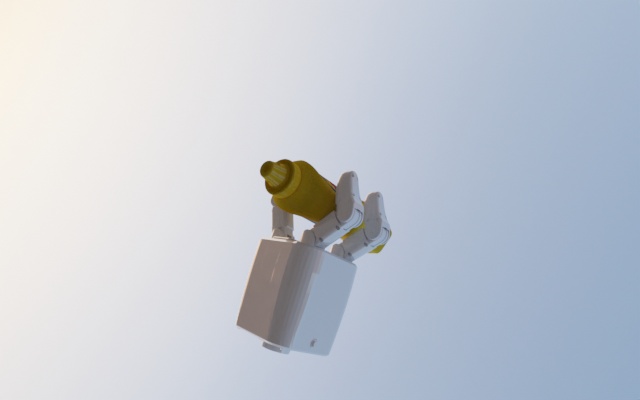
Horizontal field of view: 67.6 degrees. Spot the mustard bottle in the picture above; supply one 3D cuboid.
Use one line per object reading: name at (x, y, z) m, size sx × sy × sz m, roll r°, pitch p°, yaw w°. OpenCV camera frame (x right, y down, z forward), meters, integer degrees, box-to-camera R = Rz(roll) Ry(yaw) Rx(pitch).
mustard bottle at (0.000, 0.002, 0.549) m, size 0.192 × 0.058 × 0.096 m, roll 31°, pitch 6°, yaw -47°
